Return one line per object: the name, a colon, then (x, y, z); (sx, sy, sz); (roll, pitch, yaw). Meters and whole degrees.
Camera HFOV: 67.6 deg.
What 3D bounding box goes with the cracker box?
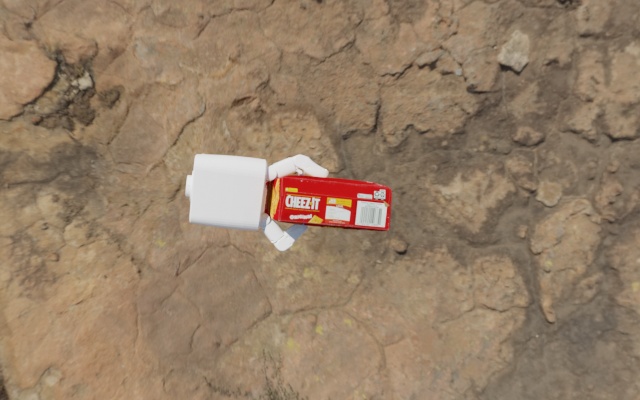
cracker box: (0.000, 0.003, 0.765); (0.164, 0.072, 0.213); (5, 0, -12)
